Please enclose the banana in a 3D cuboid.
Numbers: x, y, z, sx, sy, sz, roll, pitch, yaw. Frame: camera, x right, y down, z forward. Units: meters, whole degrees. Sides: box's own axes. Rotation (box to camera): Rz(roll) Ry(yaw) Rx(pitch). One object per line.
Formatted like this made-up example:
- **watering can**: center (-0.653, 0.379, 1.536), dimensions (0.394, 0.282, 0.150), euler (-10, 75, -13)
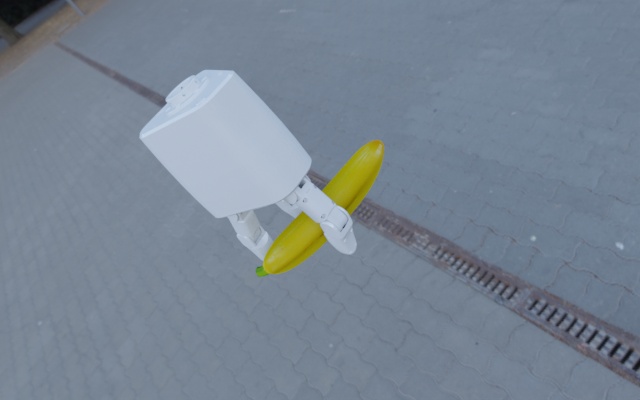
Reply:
- **banana**: center (0.004, 0.008, 0.489), dimensions (0.037, 0.198, 0.069), euler (47, -6, -22)
